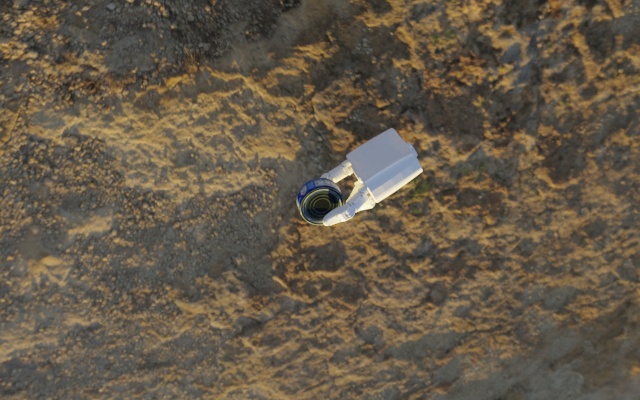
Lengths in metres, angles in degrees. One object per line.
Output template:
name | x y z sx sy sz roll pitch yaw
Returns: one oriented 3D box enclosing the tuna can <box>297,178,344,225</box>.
tuna can | 0.000 0.003 0.887 0.086 0.086 0.033 0 32 -13
